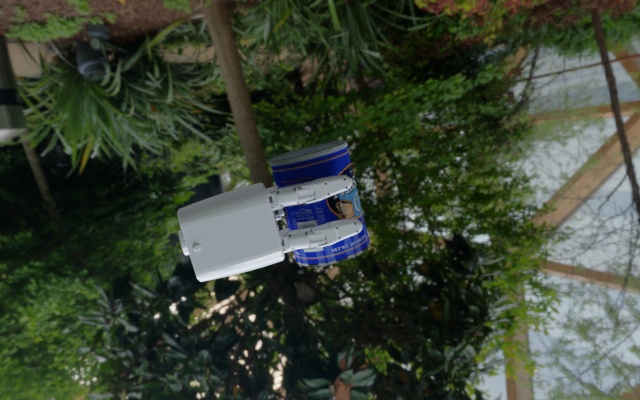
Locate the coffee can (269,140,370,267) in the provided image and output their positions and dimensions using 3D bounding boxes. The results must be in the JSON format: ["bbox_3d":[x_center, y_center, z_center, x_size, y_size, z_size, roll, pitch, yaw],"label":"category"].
[{"bbox_3d":[0.000,0.002,0.623,0.103,0.140,0.103,-14,11,3],"label":"coffee can"}]
